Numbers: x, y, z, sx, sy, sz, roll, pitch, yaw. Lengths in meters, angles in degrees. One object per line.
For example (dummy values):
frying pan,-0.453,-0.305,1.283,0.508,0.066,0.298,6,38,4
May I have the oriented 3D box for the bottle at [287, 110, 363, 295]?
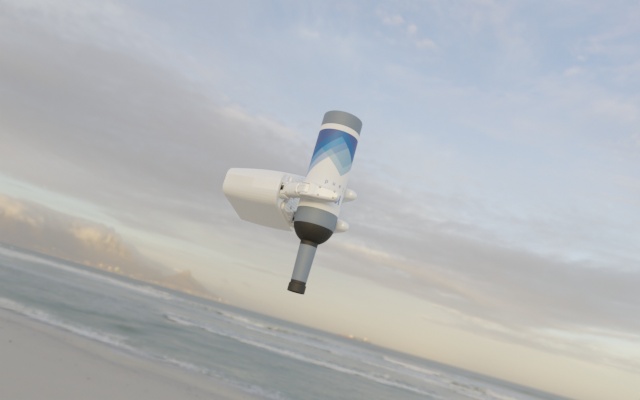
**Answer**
bottle,0.000,0.002,0.762,0.069,0.295,0.069,15,-15,4
